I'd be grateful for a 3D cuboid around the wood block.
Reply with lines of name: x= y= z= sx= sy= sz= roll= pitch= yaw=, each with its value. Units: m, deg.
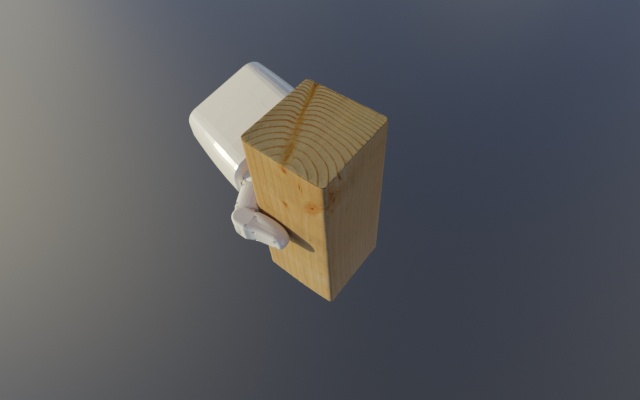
wood block: x=0.000 y=0.001 z=0.468 sx=0.090 sy=0.090 sz=0.206 roll=32 pitch=-28 yaw=23
